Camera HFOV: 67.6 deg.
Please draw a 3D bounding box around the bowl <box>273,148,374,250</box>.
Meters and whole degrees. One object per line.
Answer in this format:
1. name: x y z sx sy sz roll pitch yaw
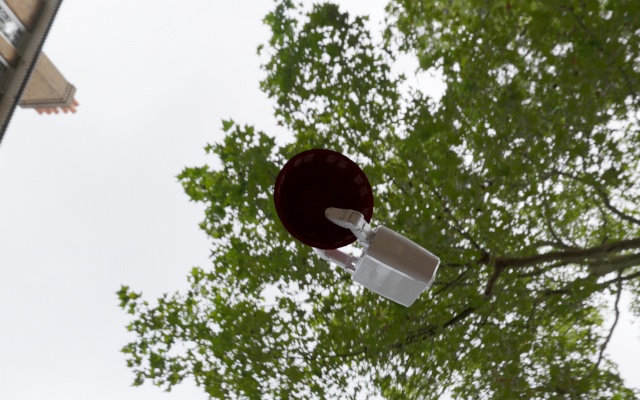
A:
1. bowl: -0.001 0.002 0.755 0.162 0.162 0.055 0 -15 -18
